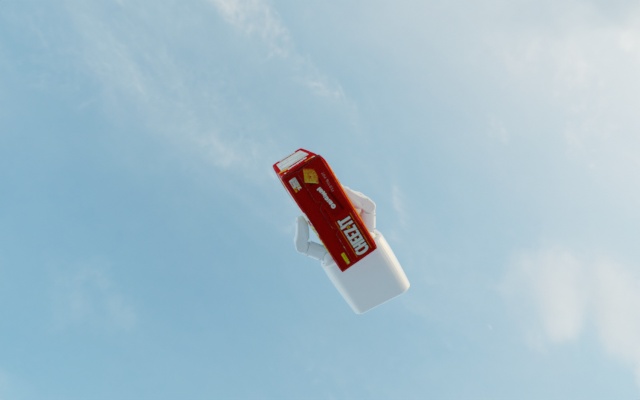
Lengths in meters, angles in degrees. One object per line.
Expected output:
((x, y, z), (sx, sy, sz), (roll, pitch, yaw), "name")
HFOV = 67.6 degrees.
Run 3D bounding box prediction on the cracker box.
((0.000, 0.003, 0.762), (0.072, 0.164, 0.213), (-33, 12, -3), "cracker box")
